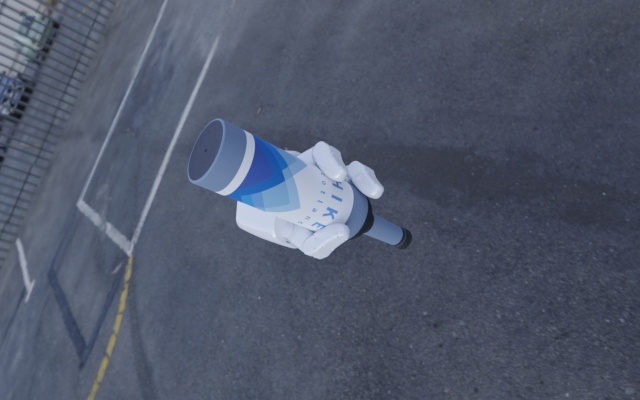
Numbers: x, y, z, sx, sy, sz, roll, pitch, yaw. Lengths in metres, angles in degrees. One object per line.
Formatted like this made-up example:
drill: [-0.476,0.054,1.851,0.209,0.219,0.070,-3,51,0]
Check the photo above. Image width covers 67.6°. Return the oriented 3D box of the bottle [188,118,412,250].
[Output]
bottle: [0.000,0.002,0.536,0.296,0.069,0.069,24,-15,-36]
